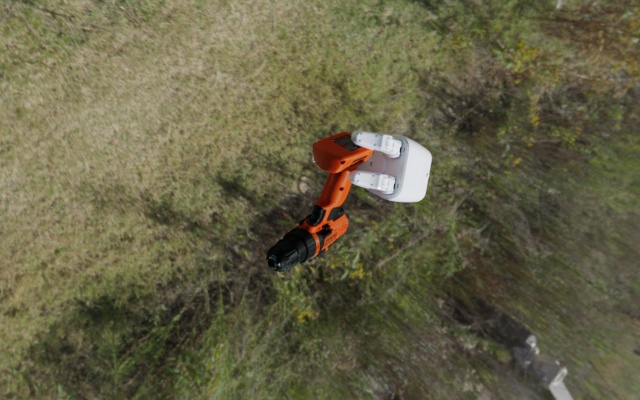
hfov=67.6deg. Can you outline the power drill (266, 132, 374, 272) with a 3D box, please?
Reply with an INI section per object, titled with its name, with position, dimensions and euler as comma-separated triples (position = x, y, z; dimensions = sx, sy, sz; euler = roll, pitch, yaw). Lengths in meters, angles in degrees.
[power drill]
position = 0.000, 0.002, 0.687
dimensions = 0.057, 0.188, 0.184
euler = 31, 32, 18
